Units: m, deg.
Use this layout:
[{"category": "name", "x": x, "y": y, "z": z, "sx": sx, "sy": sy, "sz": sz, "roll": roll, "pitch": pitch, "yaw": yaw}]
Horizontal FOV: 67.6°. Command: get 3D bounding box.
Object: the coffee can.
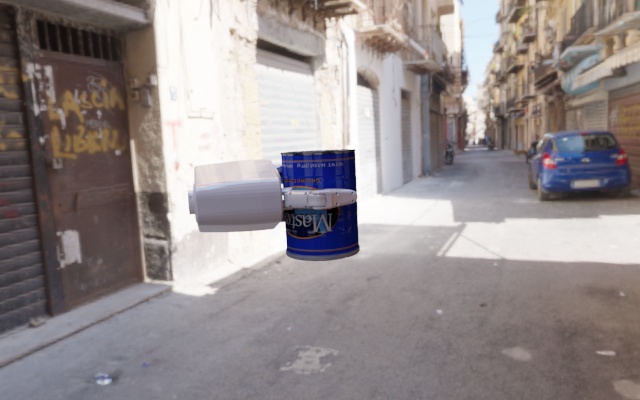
[{"category": "coffee can", "x": 0.000, "y": 0.002, "z": 0.652, "sx": 0.103, "sy": 0.140, "sz": 0.103, "roll": -3, "pitch": 7, "yaw": 0}]
